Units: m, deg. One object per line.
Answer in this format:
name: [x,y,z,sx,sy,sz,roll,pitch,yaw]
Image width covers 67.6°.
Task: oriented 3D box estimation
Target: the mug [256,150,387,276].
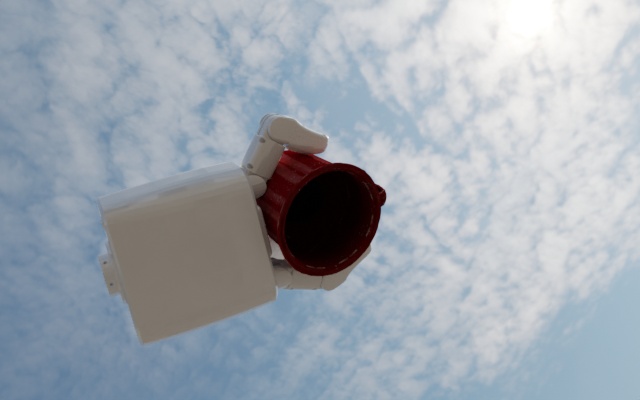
mug: [0.001,0.001,0.406,0.117,0.093,0.081,-16,25,-26]
